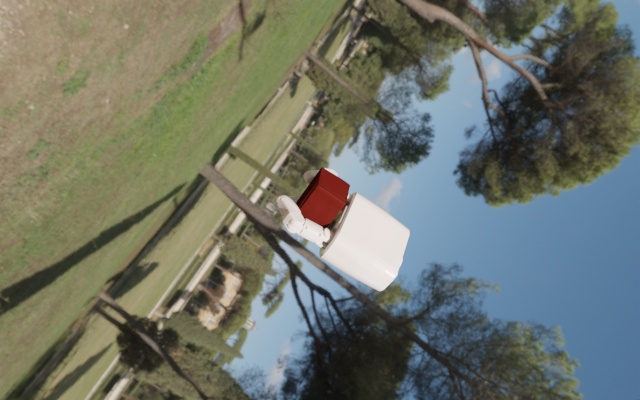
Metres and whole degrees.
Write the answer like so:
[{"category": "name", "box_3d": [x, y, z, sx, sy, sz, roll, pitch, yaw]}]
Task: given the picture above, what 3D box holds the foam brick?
[{"category": "foam brick", "box_3d": [0.000, 0.002, 0.693, 0.051, 0.078, 0.053, 31, 32, -9]}]
